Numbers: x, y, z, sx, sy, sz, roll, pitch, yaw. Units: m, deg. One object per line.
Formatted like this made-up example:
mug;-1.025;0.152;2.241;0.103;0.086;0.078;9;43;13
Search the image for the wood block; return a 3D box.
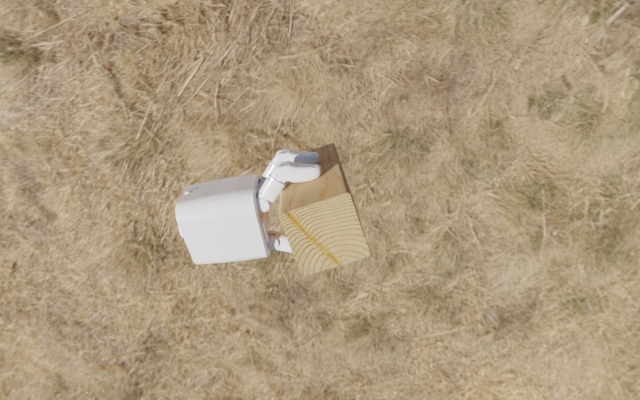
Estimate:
wood block;0.000;0.003;0.656;0.090;0.091;0.206;-18;23;4
